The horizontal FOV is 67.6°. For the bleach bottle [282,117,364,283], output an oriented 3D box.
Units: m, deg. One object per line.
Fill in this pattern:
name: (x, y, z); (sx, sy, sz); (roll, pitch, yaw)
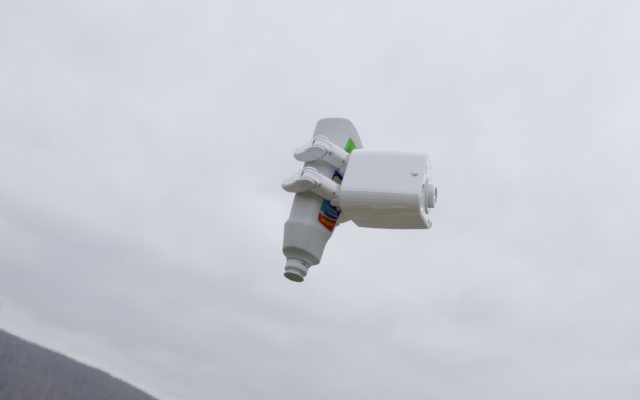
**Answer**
bleach bottle: (0.000, 0.002, 0.687); (0.068, 0.250, 0.103); (3, -34, 23)
